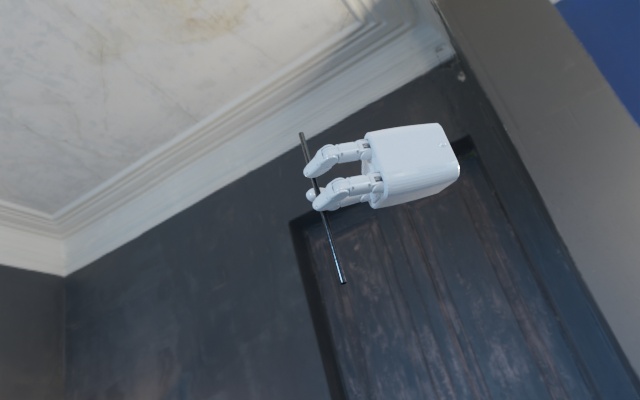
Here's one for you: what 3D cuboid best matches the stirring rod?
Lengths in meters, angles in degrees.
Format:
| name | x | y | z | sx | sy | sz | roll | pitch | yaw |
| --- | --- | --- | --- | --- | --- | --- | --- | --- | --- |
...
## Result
| name | x | y | z | sx | sy | sz | roll | pitch | yaw |
| --- | --- | --- | --- | --- | --- | --- | --- | --- | --- |
| stirring rod | 0.000 | 0.002 | 0.656 | 0.011 | 0.239 | 0.011 | -12 | -28 | -7 |
